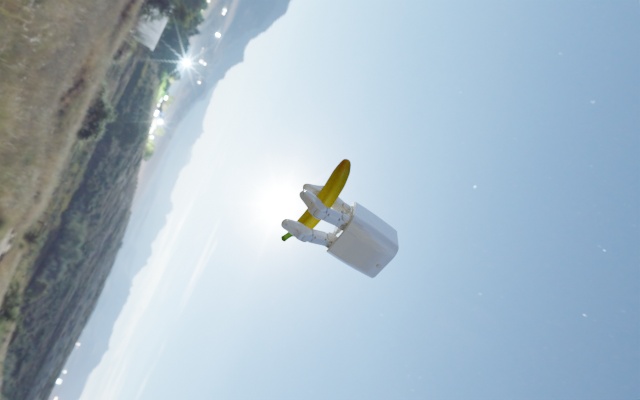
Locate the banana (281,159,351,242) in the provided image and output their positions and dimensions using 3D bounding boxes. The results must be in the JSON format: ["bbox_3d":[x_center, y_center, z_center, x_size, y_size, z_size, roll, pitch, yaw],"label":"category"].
[{"bbox_3d":[0.003,0.003,0.899,0.037,0.198,0.069,39,15,7],"label":"banana"}]
